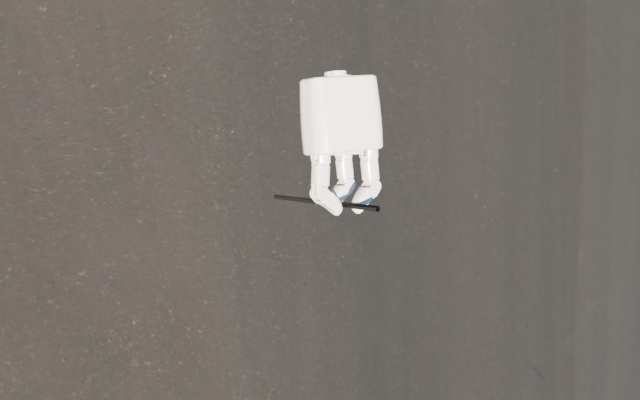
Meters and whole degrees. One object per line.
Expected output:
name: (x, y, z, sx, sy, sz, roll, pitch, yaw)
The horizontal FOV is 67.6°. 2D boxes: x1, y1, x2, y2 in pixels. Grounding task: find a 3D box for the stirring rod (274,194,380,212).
stirring rod: (0.000, 0.002, 0.743, 0.011, 0.011, 0.239, 0, 4, -41)
